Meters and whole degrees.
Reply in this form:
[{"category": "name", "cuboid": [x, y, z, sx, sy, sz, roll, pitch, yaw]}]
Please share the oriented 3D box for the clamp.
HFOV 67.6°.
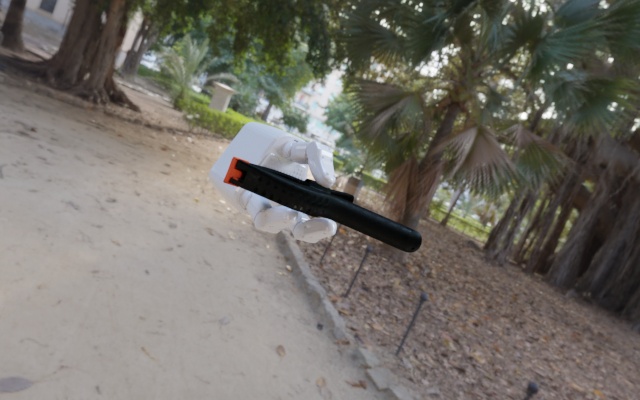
[{"category": "clamp", "cuboid": [0.000, 0.001, 0.517, 0.210, 0.036, 0.164, 18, 7, -36]}]
